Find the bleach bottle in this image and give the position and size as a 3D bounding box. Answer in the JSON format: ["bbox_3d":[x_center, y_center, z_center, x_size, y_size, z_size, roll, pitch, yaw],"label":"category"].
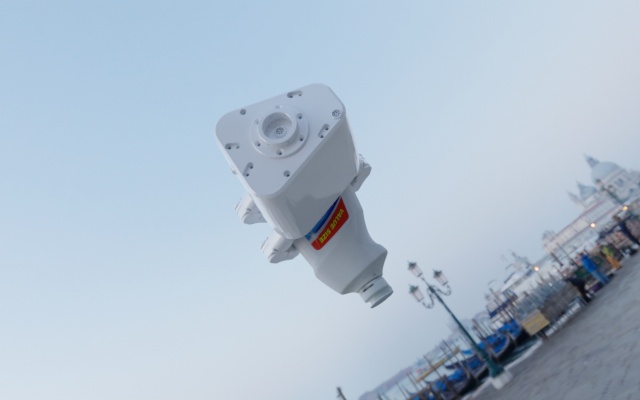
[{"bbox_3d":[0.000,0.002,0.526,0.102,0.250,0.068,-34,-22,-6],"label":"bleach bottle"}]
